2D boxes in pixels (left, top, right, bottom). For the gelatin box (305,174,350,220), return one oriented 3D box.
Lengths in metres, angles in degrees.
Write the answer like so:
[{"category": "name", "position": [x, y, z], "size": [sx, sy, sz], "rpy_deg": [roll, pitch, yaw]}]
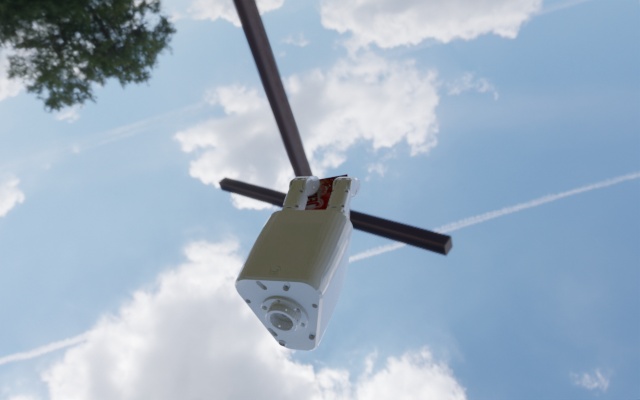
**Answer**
[{"category": "gelatin box", "position": [0.000, 0.002, 0.607], "size": [0.073, 0.030, 0.089], "rpy_deg": [-9, 28, 10]}]
